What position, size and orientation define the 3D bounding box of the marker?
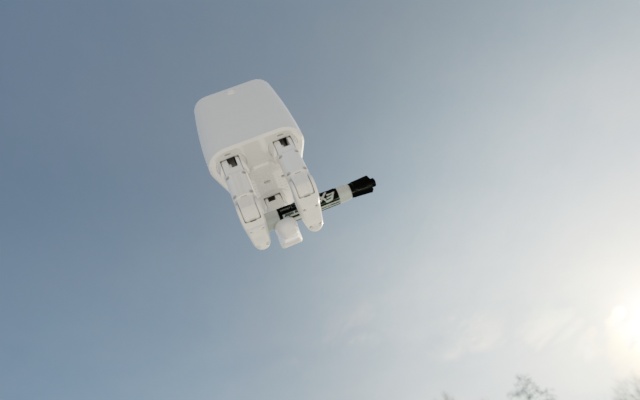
[{"bbox_3d":[0.000,0.002,0.485,0.121,0.020,0.020,-21,3,-8],"label":"marker"}]
